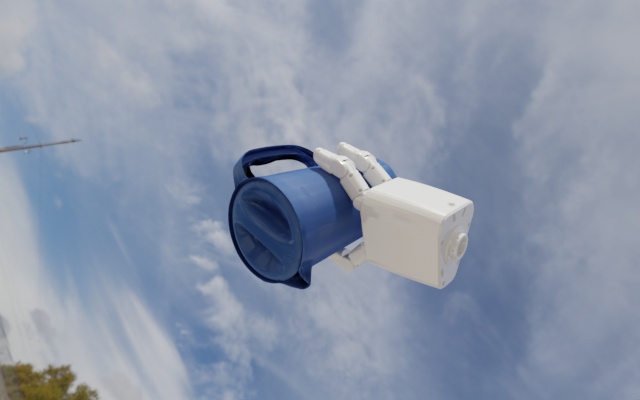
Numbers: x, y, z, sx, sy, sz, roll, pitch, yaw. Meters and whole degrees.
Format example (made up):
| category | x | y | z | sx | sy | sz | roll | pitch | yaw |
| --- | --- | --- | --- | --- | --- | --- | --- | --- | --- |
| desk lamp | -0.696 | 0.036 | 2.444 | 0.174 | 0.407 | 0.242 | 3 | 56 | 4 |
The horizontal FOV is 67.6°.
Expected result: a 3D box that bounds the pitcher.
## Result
| category | x | y | z | sx | sy | sz | roll | pitch | yaw |
| --- | --- | --- | --- | --- | --- | --- | --- | --- | --- |
| pitcher | 0.000 | 0.002 | 0.656 | 0.145 | 0.149 | 0.243 | 18 | 25 | 37 |
